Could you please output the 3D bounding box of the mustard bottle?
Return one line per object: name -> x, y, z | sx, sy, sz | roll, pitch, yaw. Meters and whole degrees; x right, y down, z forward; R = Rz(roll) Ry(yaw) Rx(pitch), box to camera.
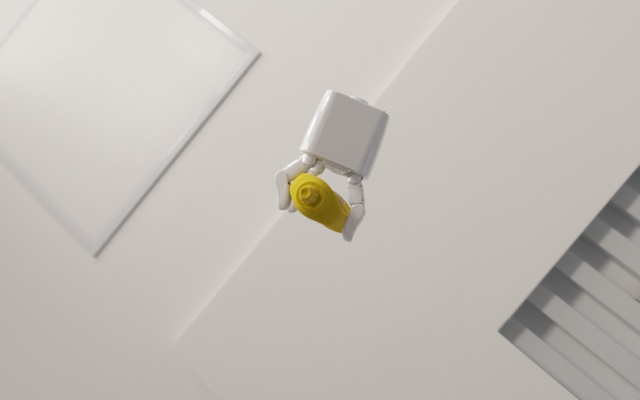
mustard bottle -> 0.000, 0.003, 0.739 | 0.058, 0.096, 0.192 | -44, -14, 3
